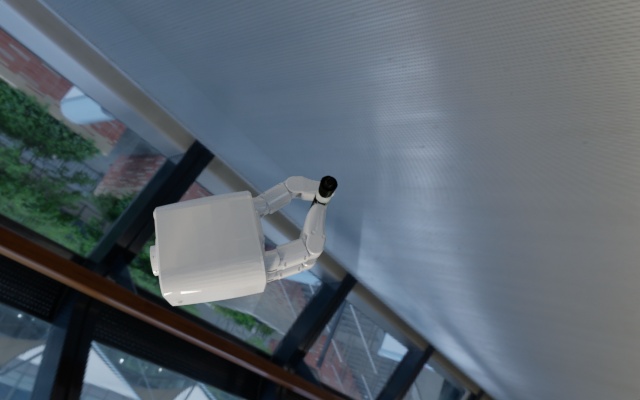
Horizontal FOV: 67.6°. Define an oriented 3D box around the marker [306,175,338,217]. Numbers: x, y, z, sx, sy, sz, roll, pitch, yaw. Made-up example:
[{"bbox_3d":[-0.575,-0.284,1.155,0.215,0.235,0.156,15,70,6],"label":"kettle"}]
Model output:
[{"bbox_3d":[0.000,0.002,0.549,0.020,0.020,0.121,0,-21,-9],"label":"marker"}]
